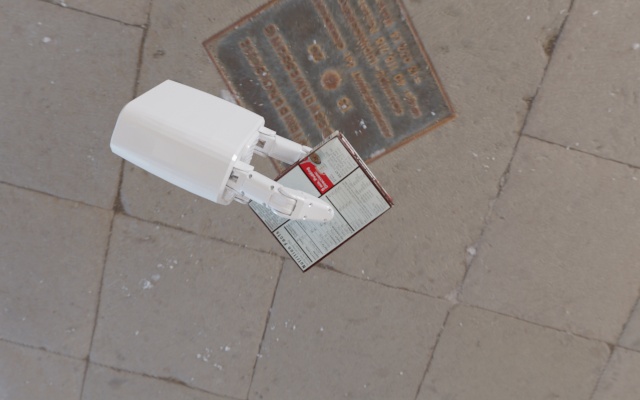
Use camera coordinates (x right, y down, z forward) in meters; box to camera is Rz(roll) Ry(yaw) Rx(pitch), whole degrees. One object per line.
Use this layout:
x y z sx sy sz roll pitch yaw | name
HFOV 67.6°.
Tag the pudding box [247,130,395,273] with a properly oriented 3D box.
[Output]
0.000 0.002 0.462 0.113 0.090 0.039 -37 8 11 | pudding box
